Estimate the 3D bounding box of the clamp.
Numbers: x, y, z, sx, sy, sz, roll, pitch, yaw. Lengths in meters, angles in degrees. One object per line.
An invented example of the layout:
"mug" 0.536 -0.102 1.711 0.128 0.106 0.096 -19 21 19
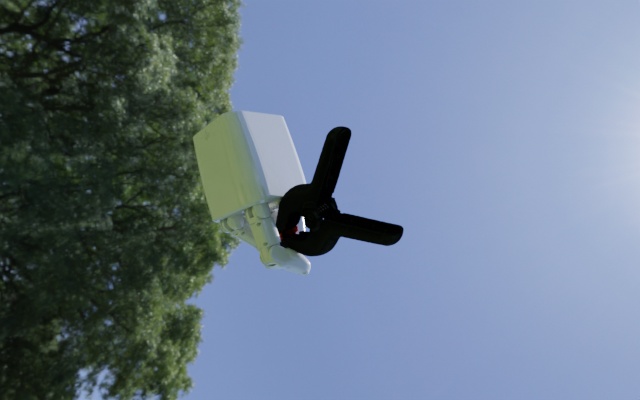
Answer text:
"clamp" 0.000 0.002 0.491 0.039 0.120 0.171 -14 -5 -44
